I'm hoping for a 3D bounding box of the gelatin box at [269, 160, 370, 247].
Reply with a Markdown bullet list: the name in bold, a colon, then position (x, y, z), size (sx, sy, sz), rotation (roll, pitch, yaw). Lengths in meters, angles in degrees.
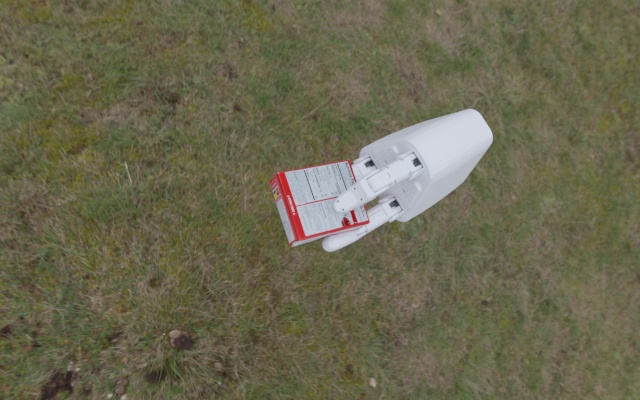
- **gelatin box**: position (0.000, 0.002, 0.497), size (0.089, 0.073, 0.030), rotation (-12, -13, -29)
